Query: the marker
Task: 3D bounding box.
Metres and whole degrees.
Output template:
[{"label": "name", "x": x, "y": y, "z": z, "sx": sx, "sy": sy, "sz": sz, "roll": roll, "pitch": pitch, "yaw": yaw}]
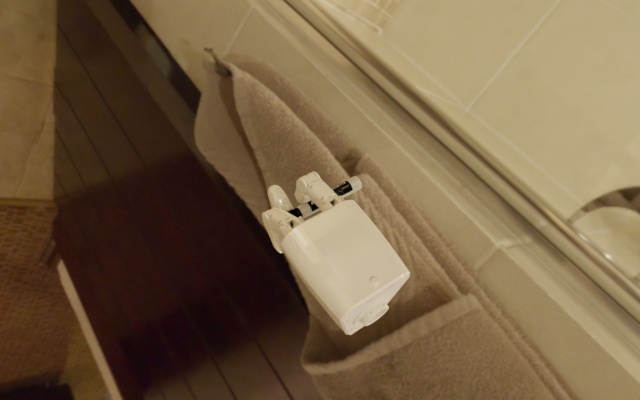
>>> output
[{"label": "marker", "x": 0.000, "y": 0.002, "z": 0.604, "sx": 0.121, "sy": 0.020, "sz": 0.020, "roll": -28, "pitch": 12, "yaw": -23}]
